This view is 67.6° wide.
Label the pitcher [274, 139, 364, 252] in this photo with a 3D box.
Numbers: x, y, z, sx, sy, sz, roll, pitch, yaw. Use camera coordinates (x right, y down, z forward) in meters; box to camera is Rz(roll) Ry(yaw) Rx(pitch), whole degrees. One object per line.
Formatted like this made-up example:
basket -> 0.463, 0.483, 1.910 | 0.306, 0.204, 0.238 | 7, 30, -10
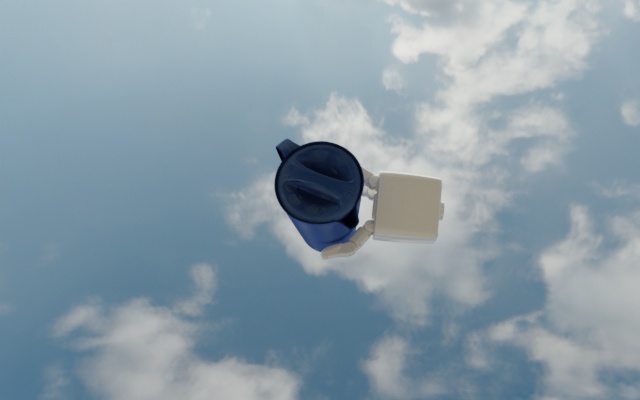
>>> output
pitcher -> 0.000, 0.003, 0.812 | 0.145, 0.149, 0.243 | 3, -19, 5
